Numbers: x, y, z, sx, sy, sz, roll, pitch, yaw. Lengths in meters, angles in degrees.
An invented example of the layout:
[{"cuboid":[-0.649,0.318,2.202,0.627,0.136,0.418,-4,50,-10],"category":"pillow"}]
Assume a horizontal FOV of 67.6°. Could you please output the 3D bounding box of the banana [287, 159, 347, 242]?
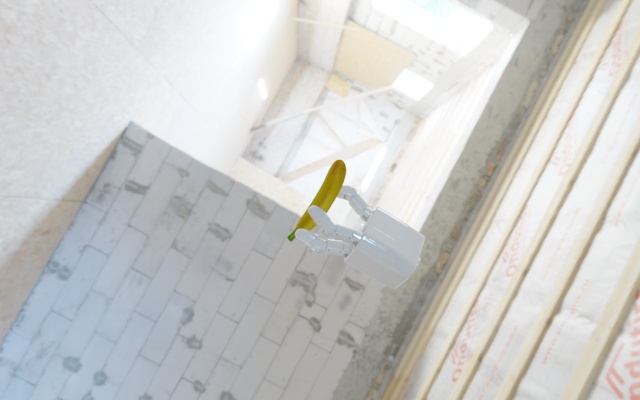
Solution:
[{"cuboid":[0.005,-0.003,0.851,0.037,0.198,0.069,34,33,4],"category":"banana"}]
